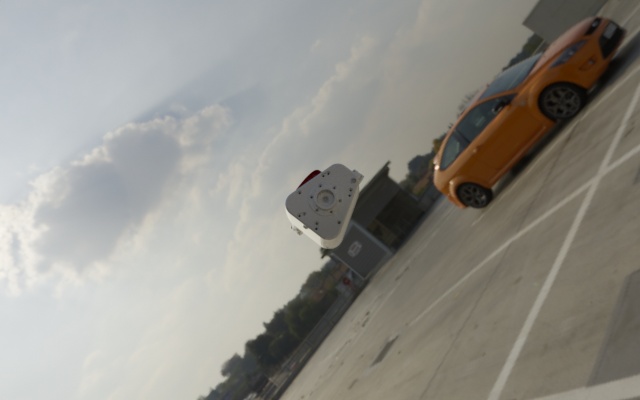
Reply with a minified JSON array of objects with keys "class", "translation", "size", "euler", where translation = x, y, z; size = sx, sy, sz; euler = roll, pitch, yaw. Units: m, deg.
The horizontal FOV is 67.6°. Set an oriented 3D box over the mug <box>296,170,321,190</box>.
[{"class":"mug","translation":[0.000,0.003,0.846],"size":[0.081,0.093,0.117],"euler":[39,-9,7]}]
